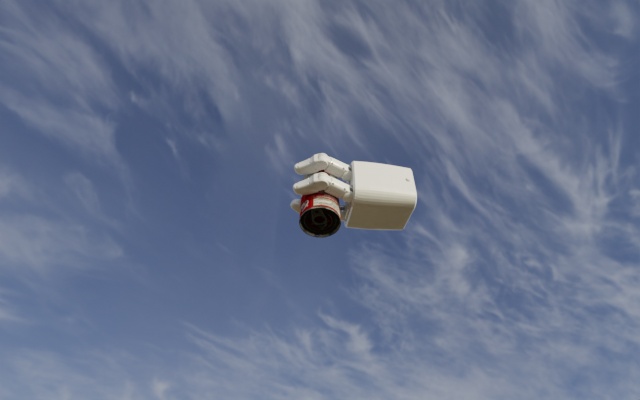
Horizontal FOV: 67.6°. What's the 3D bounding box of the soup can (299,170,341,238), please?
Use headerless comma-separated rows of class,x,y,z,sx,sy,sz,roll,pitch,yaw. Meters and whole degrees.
soup can,0.000,0.002,0.804,0.068,0.069,0.102,0,42,1
